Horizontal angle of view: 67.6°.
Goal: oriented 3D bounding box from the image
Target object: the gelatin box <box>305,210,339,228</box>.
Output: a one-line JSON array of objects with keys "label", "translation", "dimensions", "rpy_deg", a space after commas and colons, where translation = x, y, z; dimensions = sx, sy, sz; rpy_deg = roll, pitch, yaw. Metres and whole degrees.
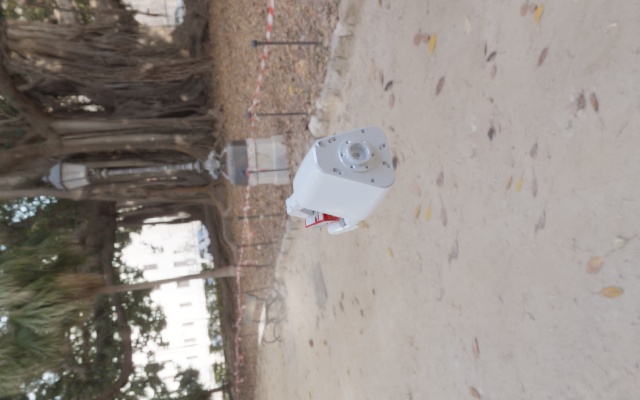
[{"label": "gelatin box", "translation": [0.000, 0.003, 0.763], "dimensions": [0.030, 0.073, 0.089], "rpy_deg": [-1, -10, -21]}]
